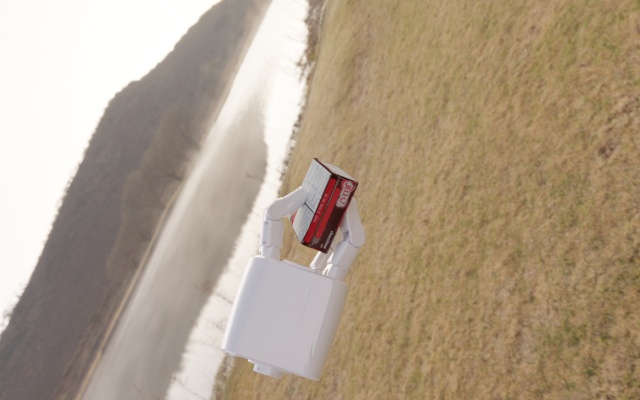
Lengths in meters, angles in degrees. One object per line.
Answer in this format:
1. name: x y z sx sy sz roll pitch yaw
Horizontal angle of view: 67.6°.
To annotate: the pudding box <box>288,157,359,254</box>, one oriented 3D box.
1. pudding box: 0.000 0.002 0.574 0.039 0.090 0.113 22 9 -18
